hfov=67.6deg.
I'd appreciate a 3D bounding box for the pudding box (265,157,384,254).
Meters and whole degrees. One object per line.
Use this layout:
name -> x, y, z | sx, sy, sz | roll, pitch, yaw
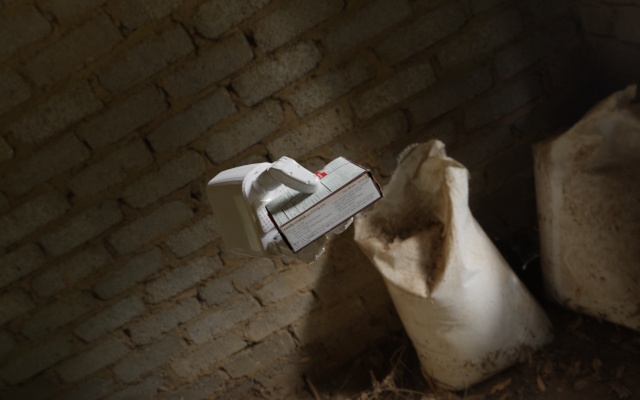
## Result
pudding box -> 0.000, 0.002, 0.517 | 0.113, 0.039, 0.090 | -34, 21, -5
